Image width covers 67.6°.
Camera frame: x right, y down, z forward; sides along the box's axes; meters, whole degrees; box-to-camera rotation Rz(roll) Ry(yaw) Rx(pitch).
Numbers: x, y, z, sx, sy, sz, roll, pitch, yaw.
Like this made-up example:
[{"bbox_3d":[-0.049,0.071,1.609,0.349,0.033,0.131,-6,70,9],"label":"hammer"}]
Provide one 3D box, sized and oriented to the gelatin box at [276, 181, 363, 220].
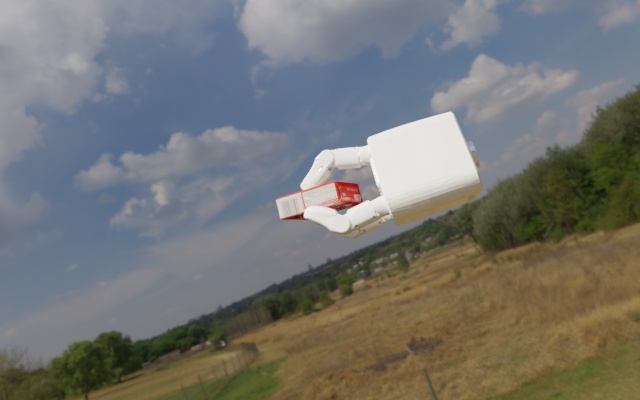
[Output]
[{"bbox_3d":[0.000,0.002,0.610,0.089,0.030,0.073,-17,-9,24],"label":"gelatin box"}]
